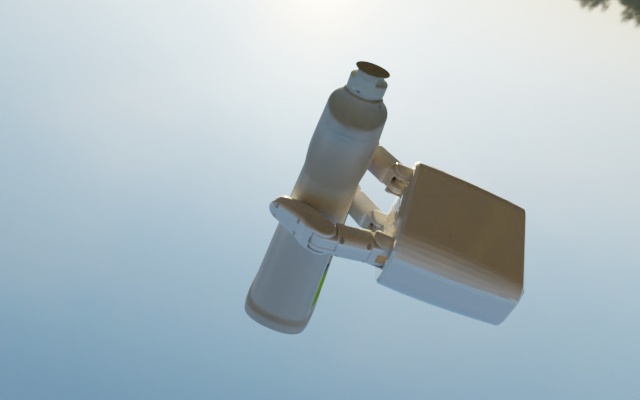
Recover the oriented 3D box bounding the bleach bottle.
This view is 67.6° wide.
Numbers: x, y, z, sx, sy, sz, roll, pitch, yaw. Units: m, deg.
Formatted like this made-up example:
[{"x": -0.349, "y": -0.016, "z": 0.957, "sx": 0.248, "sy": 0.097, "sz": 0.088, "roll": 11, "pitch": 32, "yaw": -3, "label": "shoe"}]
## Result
[{"x": 0.000, "y": 0.001, "z": 0.425, "sx": 0.068, "sy": 0.251, "sz": 0.102, "roll": 22, "pitch": 34, "yaw": 1, "label": "bleach bottle"}]
